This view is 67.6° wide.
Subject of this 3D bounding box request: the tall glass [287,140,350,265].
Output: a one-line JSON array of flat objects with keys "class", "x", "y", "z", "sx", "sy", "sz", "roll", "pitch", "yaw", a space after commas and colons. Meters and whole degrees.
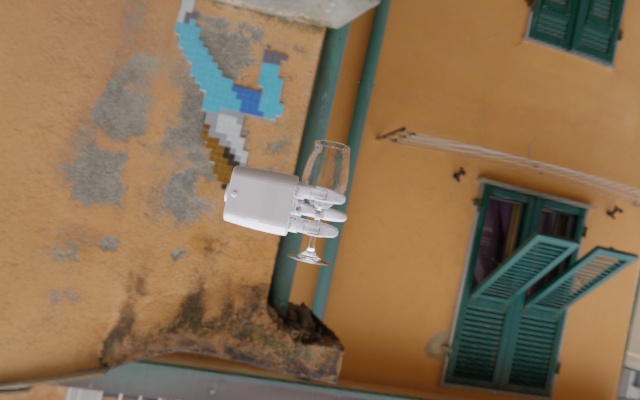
[{"class": "tall glass", "x": 0.000, "y": 0.003, "z": 0.803, "sx": 0.079, "sy": 0.201, "sz": 0.079, "roll": 12, "pitch": -2, "yaw": 0}]
